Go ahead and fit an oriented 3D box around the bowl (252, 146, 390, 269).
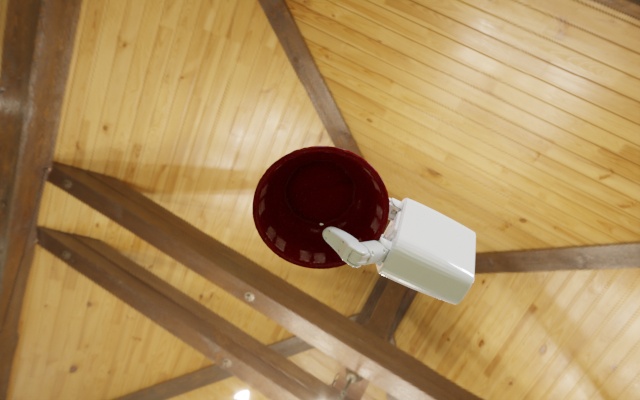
[{"bbox_3d":[-0.001,0.001,0.582,0.162,0.162,0.055,0,26,-2],"label":"bowl"}]
